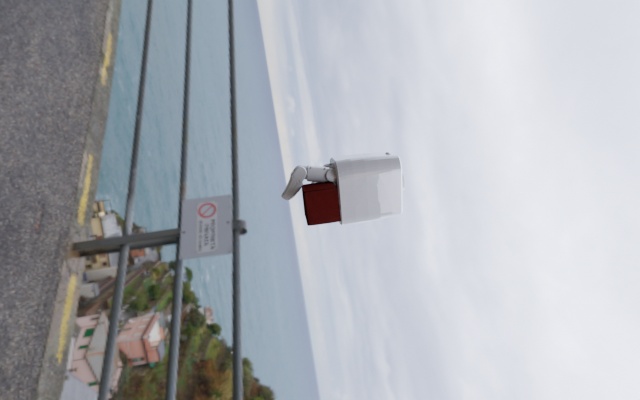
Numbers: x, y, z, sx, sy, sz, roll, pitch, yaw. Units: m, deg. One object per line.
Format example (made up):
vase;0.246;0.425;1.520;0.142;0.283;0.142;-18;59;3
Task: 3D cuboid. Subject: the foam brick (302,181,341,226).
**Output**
foam brick;0.000;0.003;0.734;0.051;0.053;0.078;-7;12;-4
